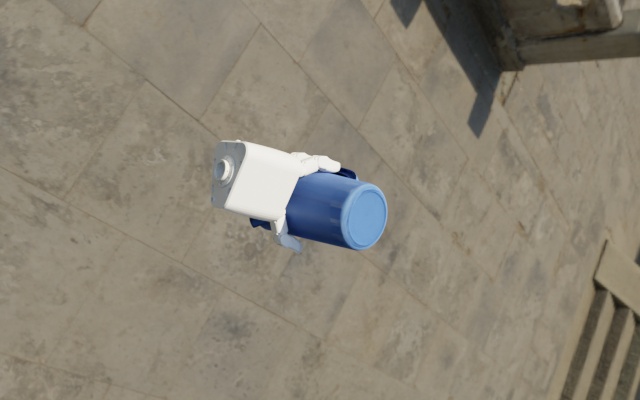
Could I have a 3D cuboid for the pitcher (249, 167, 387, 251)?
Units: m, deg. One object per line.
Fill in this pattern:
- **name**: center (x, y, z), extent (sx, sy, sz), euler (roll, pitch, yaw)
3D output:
- **pitcher**: center (0.000, 0.003, 0.833), extent (0.145, 0.149, 0.243), euler (14, -1, -43)
